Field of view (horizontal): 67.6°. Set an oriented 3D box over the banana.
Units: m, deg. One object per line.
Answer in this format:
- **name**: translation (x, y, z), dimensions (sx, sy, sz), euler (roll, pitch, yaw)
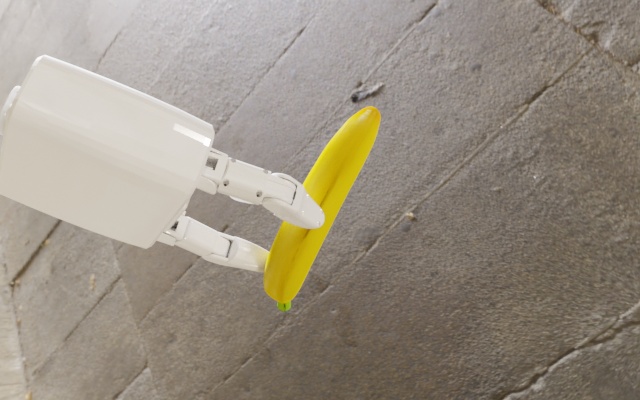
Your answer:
- **banana**: translation (-0.002, 0.004, 0.395), dimensions (0.037, 0.198, 0.069), euler (27, 2, 2)
